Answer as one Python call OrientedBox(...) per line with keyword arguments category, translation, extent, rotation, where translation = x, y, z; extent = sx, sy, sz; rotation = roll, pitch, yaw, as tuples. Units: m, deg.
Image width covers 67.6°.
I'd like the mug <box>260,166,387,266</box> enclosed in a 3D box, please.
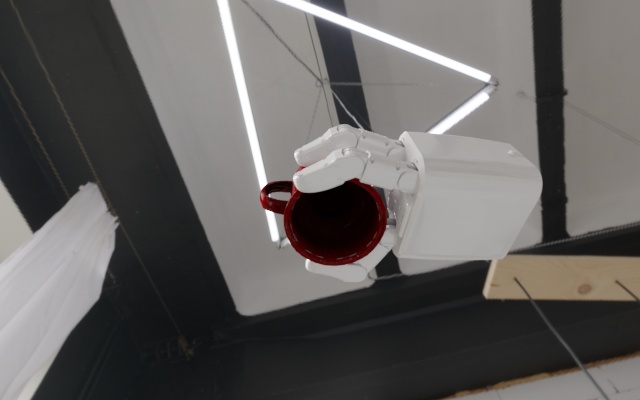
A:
OrientedBox(category="mug", translation=(-0.001, 0.001, 0.462), extent=(0.117, 0.093, 0.081), rotation=(5, 25, -5))
